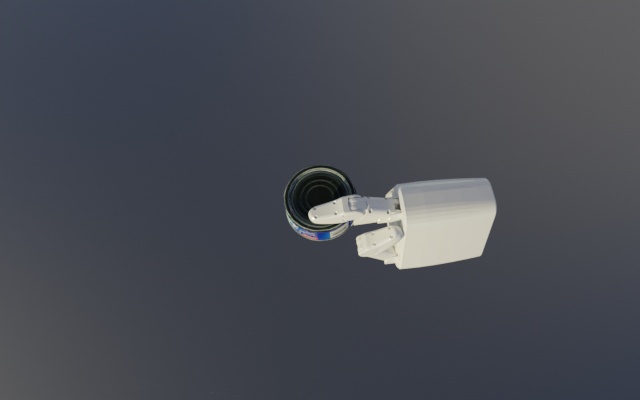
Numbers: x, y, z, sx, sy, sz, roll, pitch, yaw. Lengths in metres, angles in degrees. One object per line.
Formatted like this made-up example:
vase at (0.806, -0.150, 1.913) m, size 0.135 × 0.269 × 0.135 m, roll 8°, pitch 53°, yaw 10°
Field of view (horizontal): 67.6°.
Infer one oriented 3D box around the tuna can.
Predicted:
tuna can at (0.000, 0.002, 0.558) m, size 0.086 × 0.086 × 0.034 m, roll 0°, pitch -21°, yaw 4°
